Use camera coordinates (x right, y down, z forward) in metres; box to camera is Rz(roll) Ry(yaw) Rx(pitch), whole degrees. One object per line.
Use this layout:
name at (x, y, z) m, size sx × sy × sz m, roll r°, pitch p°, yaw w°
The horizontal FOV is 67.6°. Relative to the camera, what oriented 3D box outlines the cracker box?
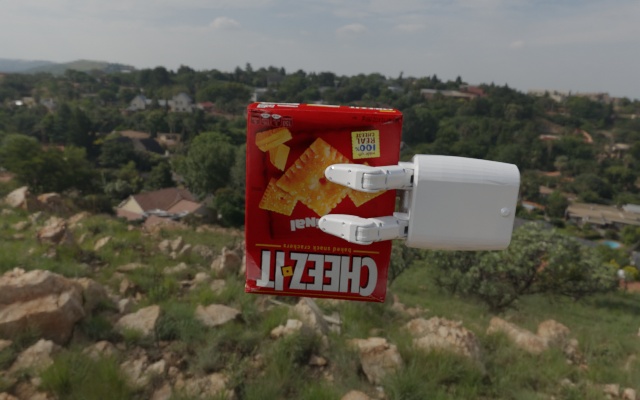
cracker box at (0.000, 0.002, 0.539) m, size 0.164 × 0.214 × 0.072 m, roll 4°, pitch 14°, yaw 2°
